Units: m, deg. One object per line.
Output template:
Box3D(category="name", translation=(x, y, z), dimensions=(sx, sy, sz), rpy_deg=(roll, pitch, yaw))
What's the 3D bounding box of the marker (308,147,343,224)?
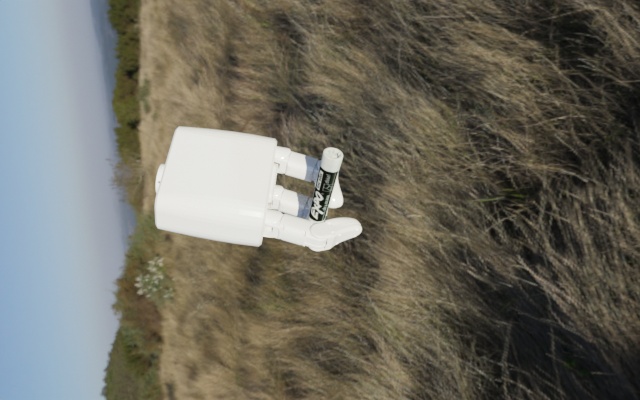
Box3D(category="marker", translation=(0.000, 0.002, 0.472), dimensions=(0.020, 0.121, 0.020), rpy_deg=(8, 41, -7))
